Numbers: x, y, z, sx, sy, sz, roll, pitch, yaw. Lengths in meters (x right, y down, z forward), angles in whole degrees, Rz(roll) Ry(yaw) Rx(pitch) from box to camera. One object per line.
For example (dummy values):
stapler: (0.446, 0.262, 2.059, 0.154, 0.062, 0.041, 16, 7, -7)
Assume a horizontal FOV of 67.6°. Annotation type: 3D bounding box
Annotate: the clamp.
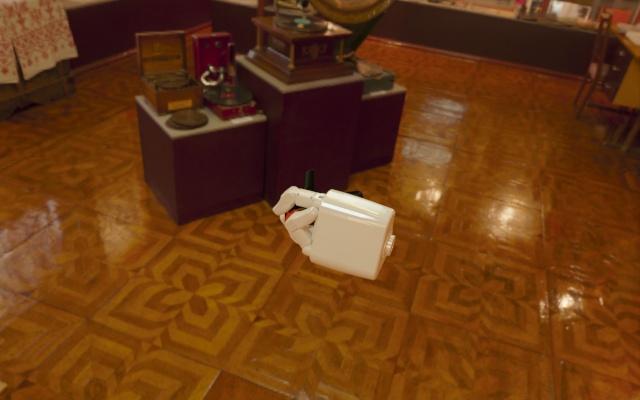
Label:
clamp: (0.000, 0.002, 0.832, 0.120, 0.039, 0.171, 16, 34, 16)
